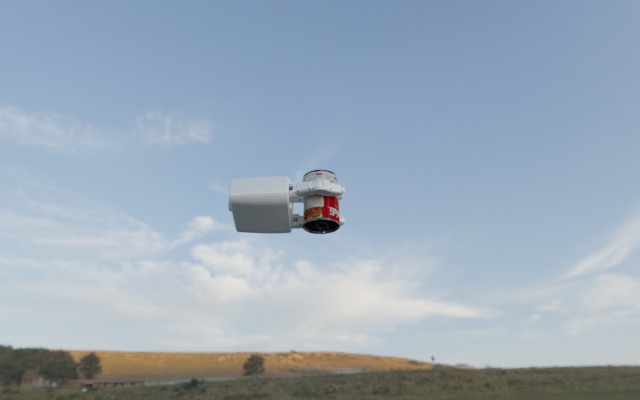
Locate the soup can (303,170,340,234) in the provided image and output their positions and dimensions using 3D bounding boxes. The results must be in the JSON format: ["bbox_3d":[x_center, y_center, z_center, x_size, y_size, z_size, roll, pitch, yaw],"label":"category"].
[{"bbox_3d":[0.001,0.003,0.882,0.068,0.102,0.068,-1,-27,-1],"label":"soup can"}]
